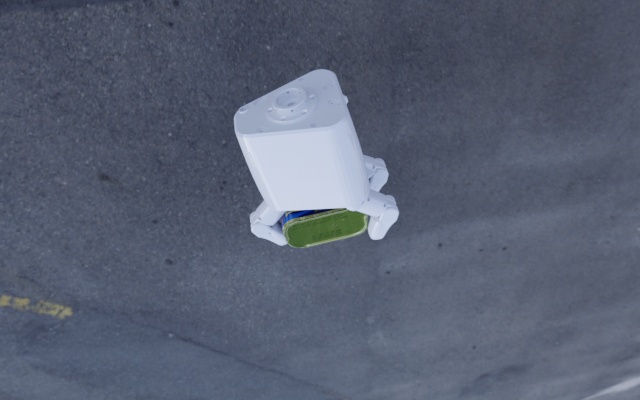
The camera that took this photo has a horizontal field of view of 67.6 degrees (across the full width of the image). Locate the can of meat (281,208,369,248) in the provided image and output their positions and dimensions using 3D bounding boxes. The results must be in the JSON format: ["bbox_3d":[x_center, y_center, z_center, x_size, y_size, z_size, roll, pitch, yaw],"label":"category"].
[{"bbox_3d":[0.000,0.002,0.558,0.102,0.083,0.057,-14,-42,1],"label":"can of meat"}]
